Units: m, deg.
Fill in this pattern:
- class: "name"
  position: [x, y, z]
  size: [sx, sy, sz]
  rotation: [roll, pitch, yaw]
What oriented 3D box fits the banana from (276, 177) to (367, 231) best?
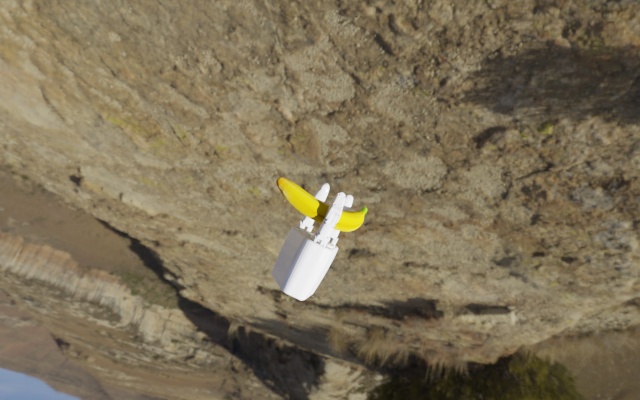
- class: "banana"
  position: [0.006, 0.016, 0.878]
  size: [0.198, 0.037, 0.069]
  rotation: [21, 32, -26]
